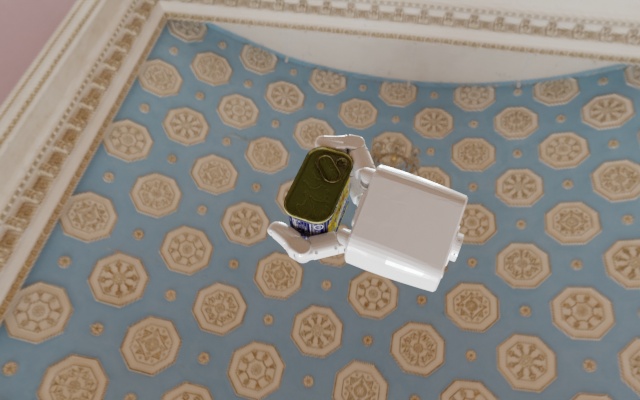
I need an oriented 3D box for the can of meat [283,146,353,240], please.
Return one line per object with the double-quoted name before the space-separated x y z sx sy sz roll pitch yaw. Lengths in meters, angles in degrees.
"can of meat" 0.000 0.002 0.572 0.057 0.102 0.084 17 -30 13
